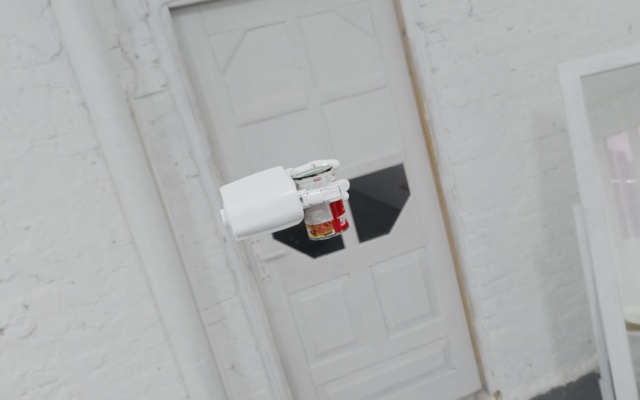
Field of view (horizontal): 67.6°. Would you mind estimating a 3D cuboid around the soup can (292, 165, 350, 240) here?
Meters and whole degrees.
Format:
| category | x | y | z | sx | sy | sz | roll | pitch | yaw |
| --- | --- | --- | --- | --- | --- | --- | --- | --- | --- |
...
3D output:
| category | x | y | z | sx | sy | sz | roll | pitch | yaw |
| --- | --- | --- | --- | --- | --- | --- | --- | --- | --- |
| soup can | 0.001 | 0.002 | 0.749 | 0.068 | 0.102 | 0.068 | -15 | 12 | 3 |
